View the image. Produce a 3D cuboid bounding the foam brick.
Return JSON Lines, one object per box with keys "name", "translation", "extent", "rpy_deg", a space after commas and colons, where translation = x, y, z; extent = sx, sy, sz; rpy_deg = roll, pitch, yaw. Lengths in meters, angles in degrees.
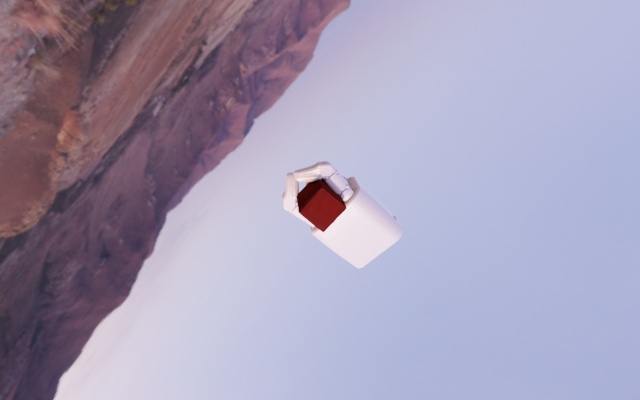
{"name": "foam brick", "translation": [0.000, 0.002, 0.720], "extent": [0.051, 0.053, 0.078], "rpy_deg": [41, 11, -16]}
